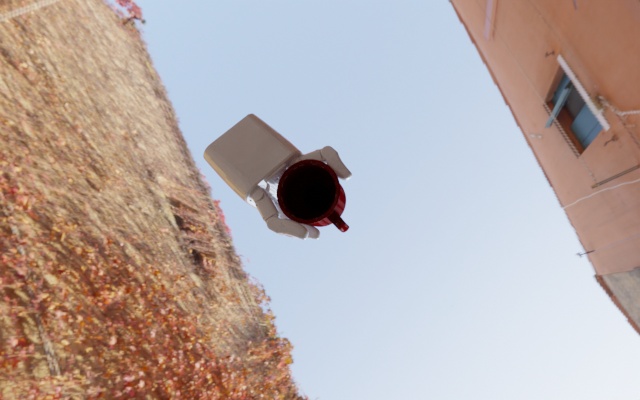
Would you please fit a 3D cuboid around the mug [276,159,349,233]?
[{"bbox_3d":[0.001,0.003,0.702,0.117,0.093,0.081,44,2,18],"label":"mug"}]
